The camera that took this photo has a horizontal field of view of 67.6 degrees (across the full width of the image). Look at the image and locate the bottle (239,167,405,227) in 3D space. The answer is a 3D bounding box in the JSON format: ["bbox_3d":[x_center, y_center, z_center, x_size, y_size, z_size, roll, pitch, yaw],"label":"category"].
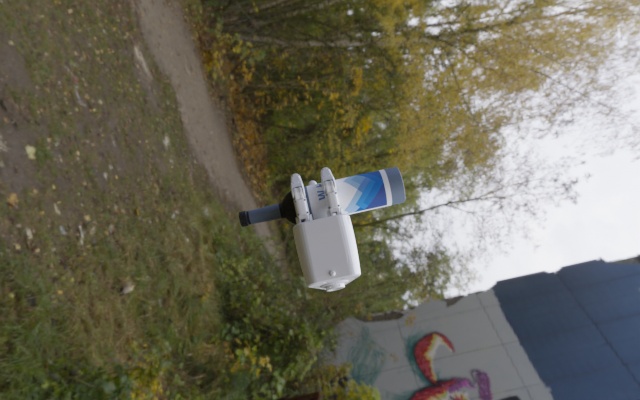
[{"bbox_3d":[0.000,0.003,0.860,0.296,0.069,0.069,-12,0,-1],"label":"bottle"}]
